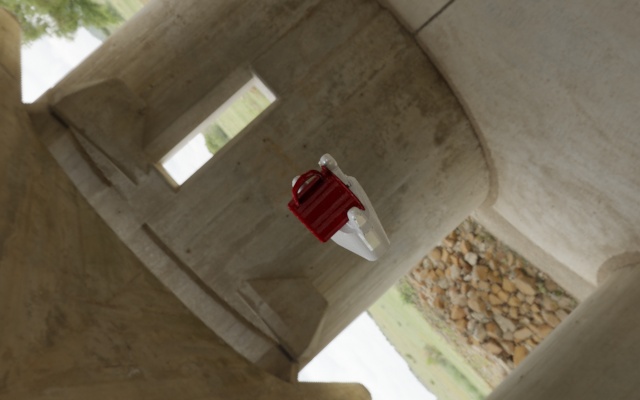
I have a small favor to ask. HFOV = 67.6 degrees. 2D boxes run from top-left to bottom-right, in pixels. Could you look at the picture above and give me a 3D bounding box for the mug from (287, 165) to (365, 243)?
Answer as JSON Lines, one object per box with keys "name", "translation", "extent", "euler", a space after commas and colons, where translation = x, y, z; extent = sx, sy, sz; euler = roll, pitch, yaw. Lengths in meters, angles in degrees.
{"name": "mug", "translation": [-0.001, 0.002, 0.701], "extent": [0.093, 0.081, 0.117], "euler": [43, -4, 44]}
